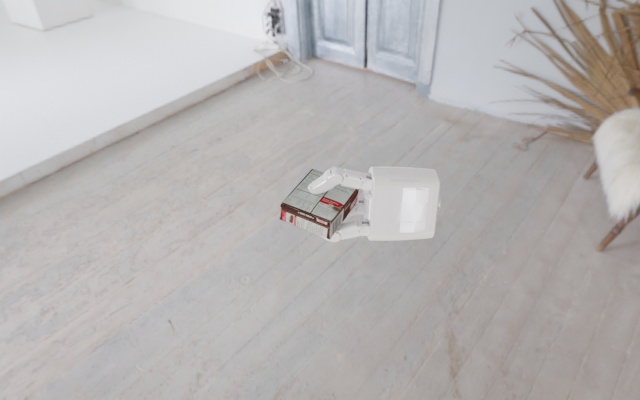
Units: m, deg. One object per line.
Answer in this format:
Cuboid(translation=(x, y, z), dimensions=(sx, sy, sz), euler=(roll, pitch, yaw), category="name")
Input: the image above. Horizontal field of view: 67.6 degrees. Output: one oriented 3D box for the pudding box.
Cuboid(translation=(0.000, 0.002, 0.765), dimensions=(0.090, 0.039, 0.113), euler=(20, 39, 18), category="pudding box")
